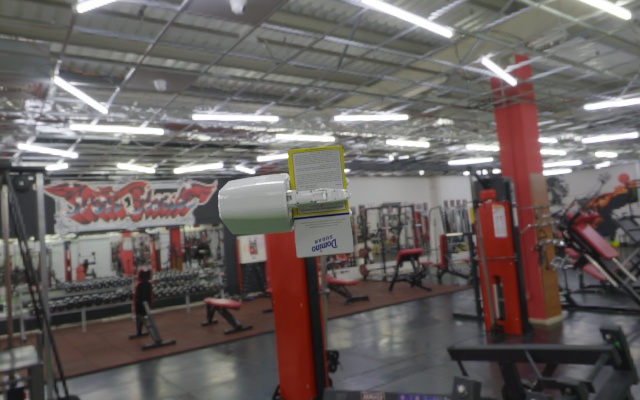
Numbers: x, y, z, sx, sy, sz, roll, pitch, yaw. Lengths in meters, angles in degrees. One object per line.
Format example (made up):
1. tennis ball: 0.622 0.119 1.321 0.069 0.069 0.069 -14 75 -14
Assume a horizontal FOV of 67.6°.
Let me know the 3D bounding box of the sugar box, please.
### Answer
1. sugar box: 0.000 0.003 0.781 0.093 0.176 0.048 -5 -4 2
